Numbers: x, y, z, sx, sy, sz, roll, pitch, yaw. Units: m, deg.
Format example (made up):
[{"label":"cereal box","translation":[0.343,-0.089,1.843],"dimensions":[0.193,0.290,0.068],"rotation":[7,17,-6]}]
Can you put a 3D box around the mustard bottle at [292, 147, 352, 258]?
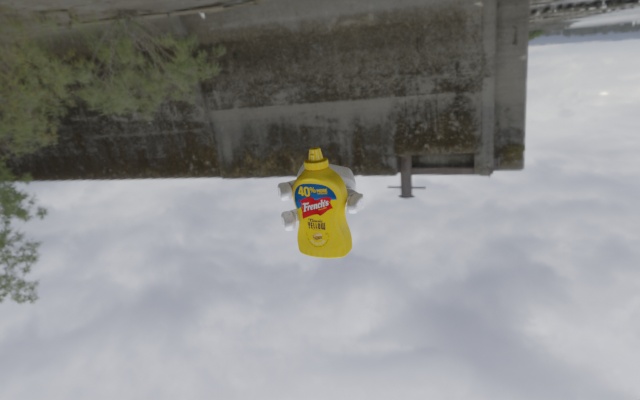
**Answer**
[{"label":"mustard bottle","translation":[0.000,0.003,0.828],"dimensions":[0.096,0.192,0.058],"rotation":[3,20,26]}]
